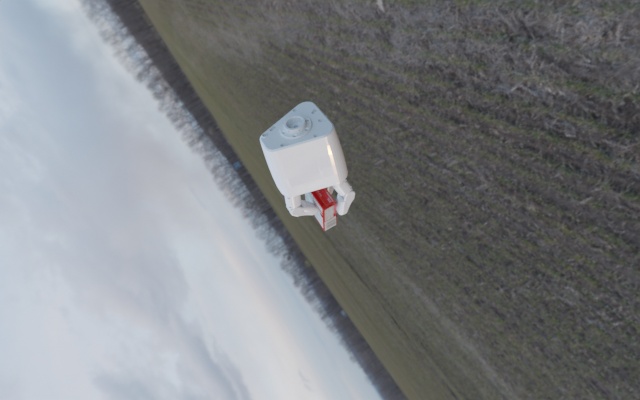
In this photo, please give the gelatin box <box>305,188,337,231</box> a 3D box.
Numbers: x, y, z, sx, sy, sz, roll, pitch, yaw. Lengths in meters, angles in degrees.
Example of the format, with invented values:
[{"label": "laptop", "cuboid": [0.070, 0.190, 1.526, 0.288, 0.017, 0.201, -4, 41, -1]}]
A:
[{"label": "gelatin box", "cuboid": [0.000, 0.003, 0.860, 0.030, 0.073, 0.089, -27, -26, -13]}]
